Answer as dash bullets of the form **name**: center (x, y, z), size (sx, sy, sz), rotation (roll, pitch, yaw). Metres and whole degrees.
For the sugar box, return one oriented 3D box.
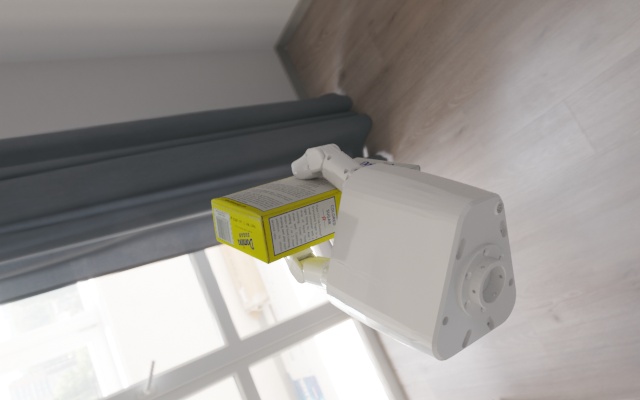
- **sugar box**: center (0.000, 0.002, 0.437), size (0.176, 0.048, 0.093), rotation (-15, 18, -34)
